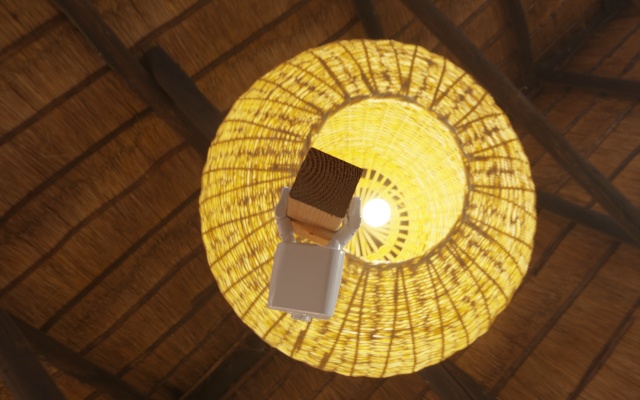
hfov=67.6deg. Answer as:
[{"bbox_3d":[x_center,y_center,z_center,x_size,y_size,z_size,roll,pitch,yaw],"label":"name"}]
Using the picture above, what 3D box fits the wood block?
[{"bbox_3d":[0.000,0.003,0.803,0.091,0.090,0.206,23,-18,1],"label":"wood block"}]
